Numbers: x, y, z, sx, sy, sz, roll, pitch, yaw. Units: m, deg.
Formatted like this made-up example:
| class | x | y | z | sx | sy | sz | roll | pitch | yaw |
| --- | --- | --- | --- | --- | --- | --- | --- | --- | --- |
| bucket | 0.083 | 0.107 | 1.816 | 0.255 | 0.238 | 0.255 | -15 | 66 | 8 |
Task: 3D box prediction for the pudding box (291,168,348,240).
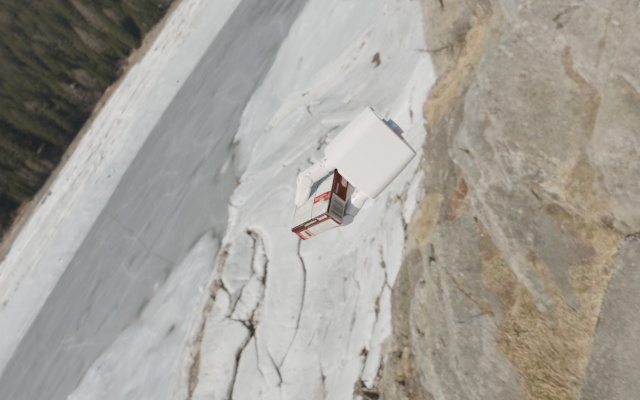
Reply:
| class | x | y | z | sx | sy | sz | roll | pitch | yaw |
| --- | --- | --- | --- | --- | --- | --- | --- | --- | --- |
| pudding box | 0.000 | 0.003 | 0.819 | 0.090 | 0.113 | 0.039 | -27 | -54 | 38 |
